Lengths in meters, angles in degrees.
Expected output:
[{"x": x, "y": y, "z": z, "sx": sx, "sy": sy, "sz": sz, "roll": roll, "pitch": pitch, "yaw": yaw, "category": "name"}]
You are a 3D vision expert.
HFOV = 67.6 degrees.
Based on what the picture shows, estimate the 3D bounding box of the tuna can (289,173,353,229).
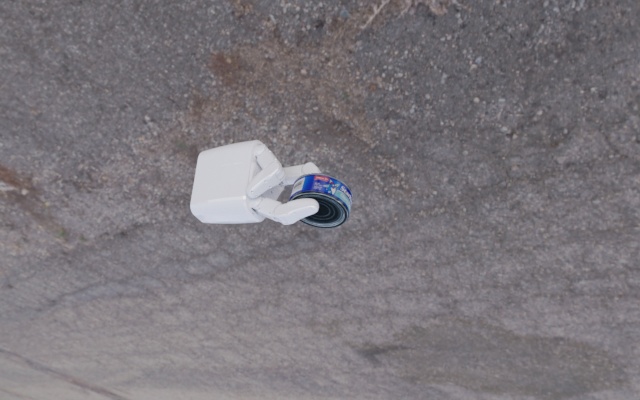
[{"x": 0.000, "y": 0.003, "z": 0.657, "sx": 0.086, "sy": 0.033, "sz": 0.086, "roll": 9, "pitch": -36, "yaw": 7, "category": "tuna can"}]
